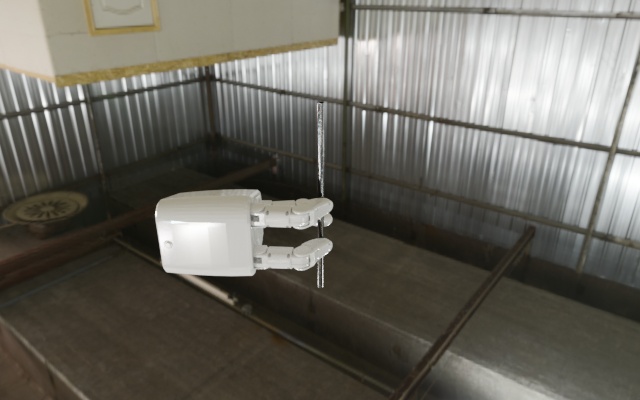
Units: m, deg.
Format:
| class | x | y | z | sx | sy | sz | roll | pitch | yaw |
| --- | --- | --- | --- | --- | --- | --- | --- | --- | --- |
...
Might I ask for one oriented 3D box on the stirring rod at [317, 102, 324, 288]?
| class | x | y | z | sx | sy | sz | roll | pitch | yaw |
| --- | --- | --- | --- | --- | --- | --- | --- | --- | --- |
| stirring rod | 0.000 | 0.002 | 0.575 | 0.011 | 0.240 | 0.011 | 0 | 24 | 0 |
